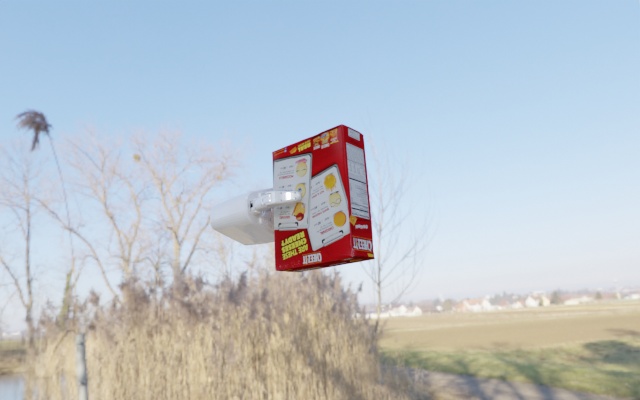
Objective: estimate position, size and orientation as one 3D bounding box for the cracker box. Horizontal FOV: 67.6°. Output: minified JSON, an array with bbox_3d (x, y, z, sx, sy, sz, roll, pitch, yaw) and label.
[{"bbox_3d":[0.000,0.002,0.793,0.164,0.213,0.072,-16,-19,38],"label":"cracker box"}]
